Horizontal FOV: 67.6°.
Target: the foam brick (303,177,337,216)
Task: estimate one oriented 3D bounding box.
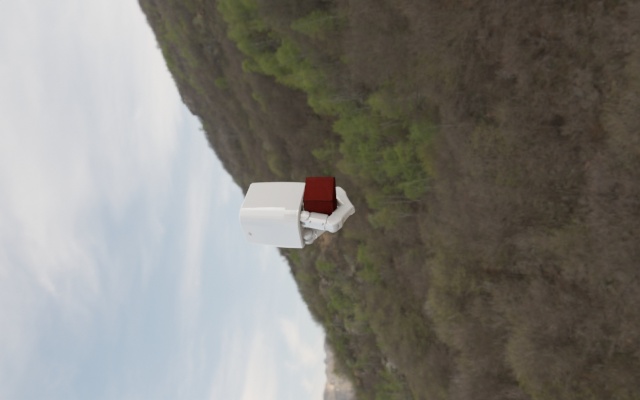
[{"bbox_3d":[0.000,0.002,0.828,0.051,0.053,0.078,2,-37,7],"label":"foam brick"}]
